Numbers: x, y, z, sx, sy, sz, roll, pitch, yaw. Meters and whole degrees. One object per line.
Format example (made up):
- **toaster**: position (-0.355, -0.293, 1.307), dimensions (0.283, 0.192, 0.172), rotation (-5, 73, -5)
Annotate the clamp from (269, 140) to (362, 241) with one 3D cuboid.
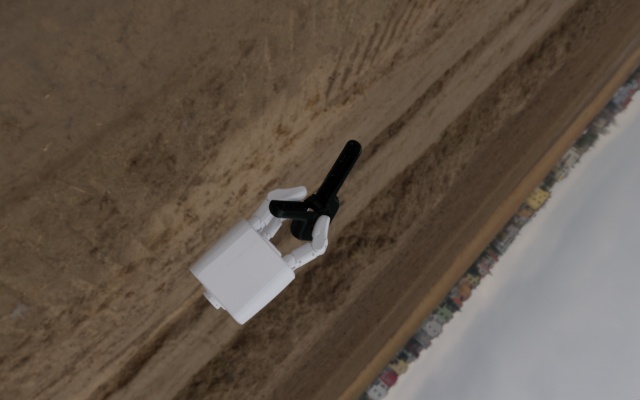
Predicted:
- **clamp**: position (0.001, 0.003, 0.736), dimensions (0.164, 0.036, 0.210), rotation (-40, -21, -14)
